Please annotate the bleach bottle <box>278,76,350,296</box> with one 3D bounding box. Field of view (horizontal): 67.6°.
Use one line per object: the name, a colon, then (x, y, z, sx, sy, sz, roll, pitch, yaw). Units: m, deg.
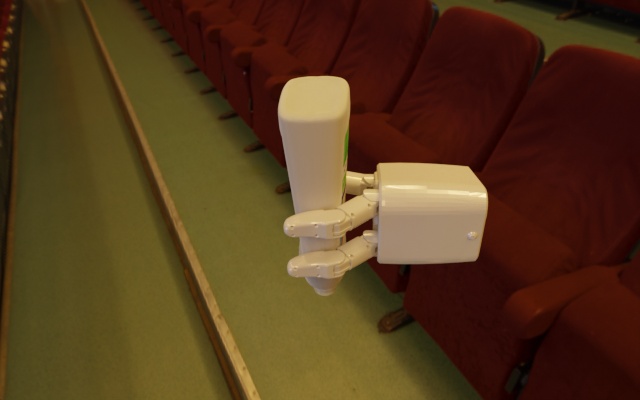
bleach bottle: (0.000, 0.002, 0.524, 0.068, 0.251, 0.102, 0, 36, 5)
